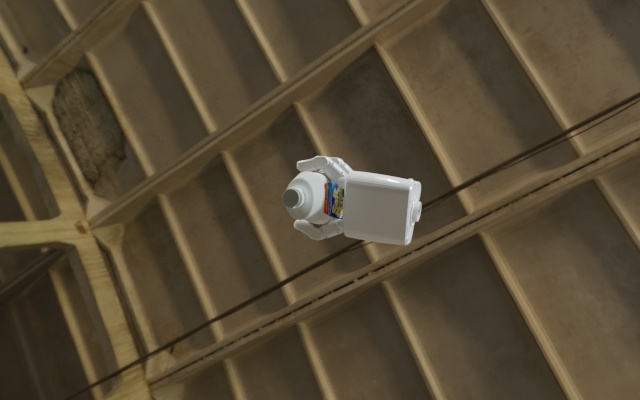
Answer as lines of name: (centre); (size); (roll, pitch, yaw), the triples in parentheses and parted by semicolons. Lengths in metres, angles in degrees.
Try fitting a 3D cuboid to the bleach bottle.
bleach bottle: (0.000, 0.003, 0.821); (0.068, 0.102, 0.251); (10, 5, 21)
